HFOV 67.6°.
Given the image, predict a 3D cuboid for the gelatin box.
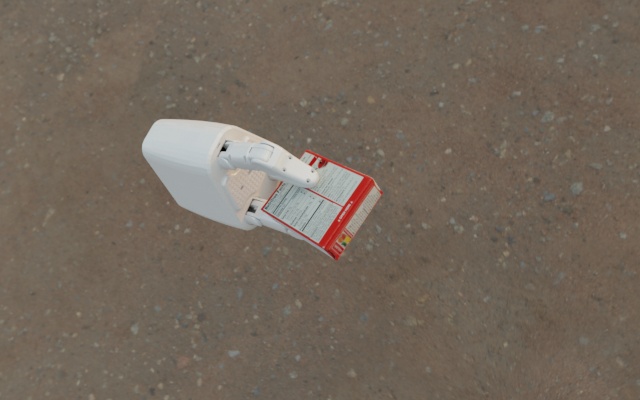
[{"bbox_3d":[0.000,0.001,0.430,0.089,0.073,0.030,27,-12,40],"label":"gelatin box"}]
